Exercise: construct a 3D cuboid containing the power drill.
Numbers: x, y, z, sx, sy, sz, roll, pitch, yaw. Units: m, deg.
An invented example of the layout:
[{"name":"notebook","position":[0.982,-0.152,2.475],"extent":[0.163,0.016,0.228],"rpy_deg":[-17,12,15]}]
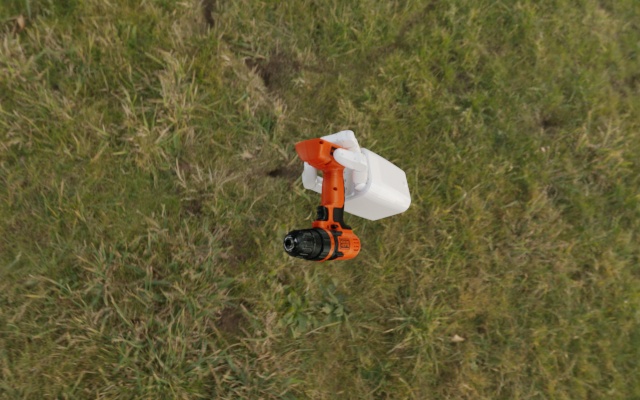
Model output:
[{"name":"power drill","position":[0.000,0.002,0.752],"extent":[0.057,0.187,0.184],"rpy_deg":[-6,-9,30]}]
